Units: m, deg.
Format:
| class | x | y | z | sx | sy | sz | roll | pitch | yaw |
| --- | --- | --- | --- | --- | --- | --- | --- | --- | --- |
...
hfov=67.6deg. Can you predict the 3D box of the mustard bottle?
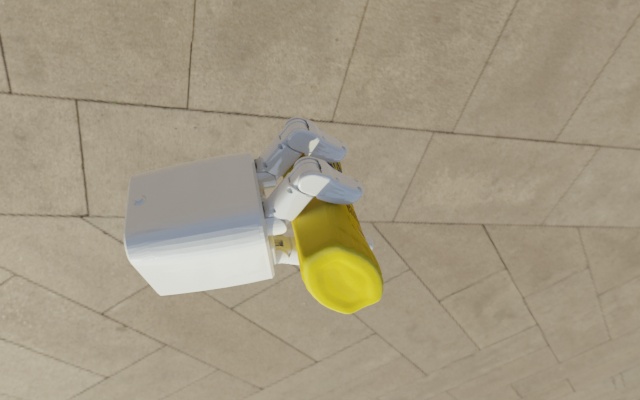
| class | x | y | z | sx | sy | sz | roll | pitch | yaw |
| --- | --- | --- | --- | --- | --- | --- | --- | --- | --- |
| mustard bottle | 0.000 | 0.001 | 0.437 | 0.058 | 0.191 | 0.096 | -27 | -45 | 11 |
